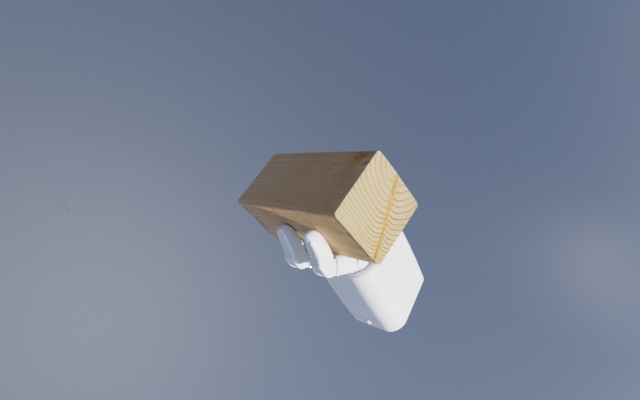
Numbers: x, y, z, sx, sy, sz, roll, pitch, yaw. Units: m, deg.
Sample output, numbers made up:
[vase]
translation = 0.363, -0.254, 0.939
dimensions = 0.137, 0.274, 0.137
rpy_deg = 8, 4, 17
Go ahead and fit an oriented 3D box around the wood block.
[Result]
[wood block]
translation = 0.001, 0.002, 0.584
dimensions = 0.206, 0.090, 0.090
rpy_deg = 6, -37, 53
